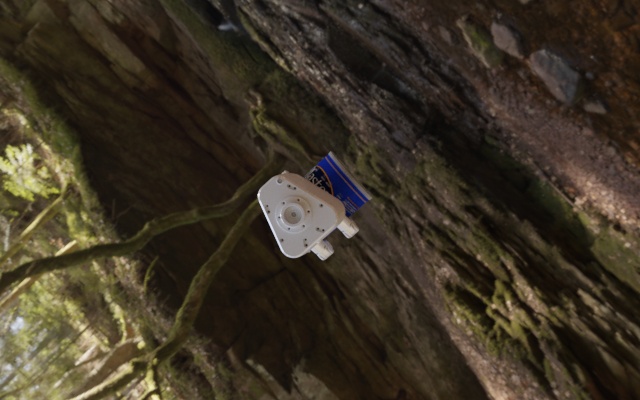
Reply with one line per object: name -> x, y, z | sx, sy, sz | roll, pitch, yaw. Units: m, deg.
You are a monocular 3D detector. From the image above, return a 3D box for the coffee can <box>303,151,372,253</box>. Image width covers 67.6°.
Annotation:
coffee can -> 0.000, 0.002, 0.793 | 0.140, 0.103, 0.103 | -42, -6, 6
